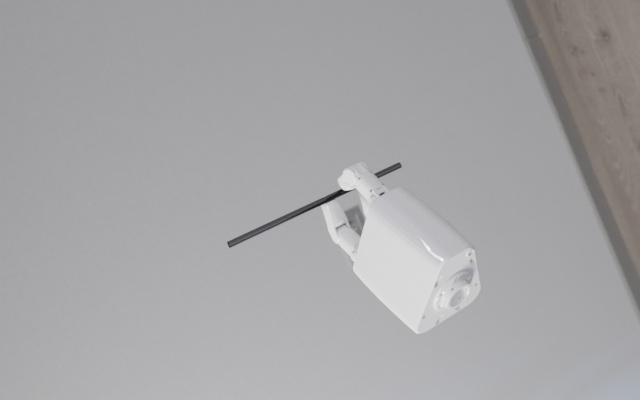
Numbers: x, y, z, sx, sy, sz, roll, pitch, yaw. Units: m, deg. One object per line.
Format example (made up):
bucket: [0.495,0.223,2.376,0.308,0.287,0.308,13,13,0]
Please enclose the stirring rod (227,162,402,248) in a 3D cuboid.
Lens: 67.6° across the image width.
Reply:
stirring rod: [0.000,0.002,0.571,0.239,0.011,0.011,-25,9,-21]
